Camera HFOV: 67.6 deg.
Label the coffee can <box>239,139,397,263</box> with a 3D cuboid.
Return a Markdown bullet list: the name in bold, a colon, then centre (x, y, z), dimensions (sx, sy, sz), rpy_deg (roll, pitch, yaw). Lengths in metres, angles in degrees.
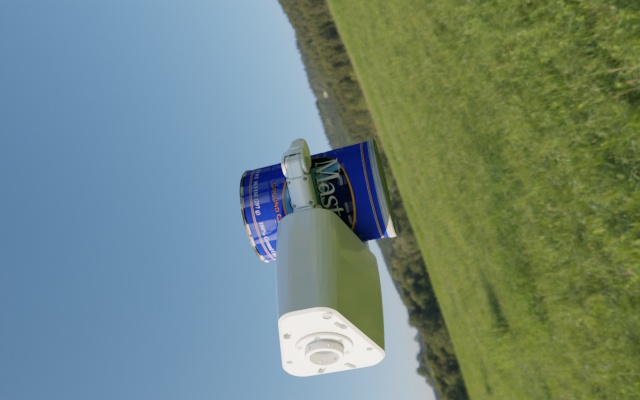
- **coffee can**: centre (0.000, 0.001, 0.502), dimensions (0.140, 0.103, 0.103), rpy_deg (-13, -2, 10)
